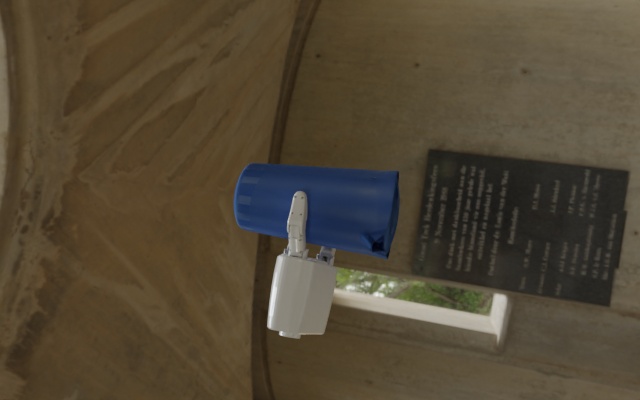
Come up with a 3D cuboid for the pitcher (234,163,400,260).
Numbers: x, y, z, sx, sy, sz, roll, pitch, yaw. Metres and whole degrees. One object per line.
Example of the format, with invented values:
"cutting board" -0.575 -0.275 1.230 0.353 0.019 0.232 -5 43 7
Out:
"pitcher" 0.000 0.003 0.742 0.243 0.145 0.149 8 -9 12
